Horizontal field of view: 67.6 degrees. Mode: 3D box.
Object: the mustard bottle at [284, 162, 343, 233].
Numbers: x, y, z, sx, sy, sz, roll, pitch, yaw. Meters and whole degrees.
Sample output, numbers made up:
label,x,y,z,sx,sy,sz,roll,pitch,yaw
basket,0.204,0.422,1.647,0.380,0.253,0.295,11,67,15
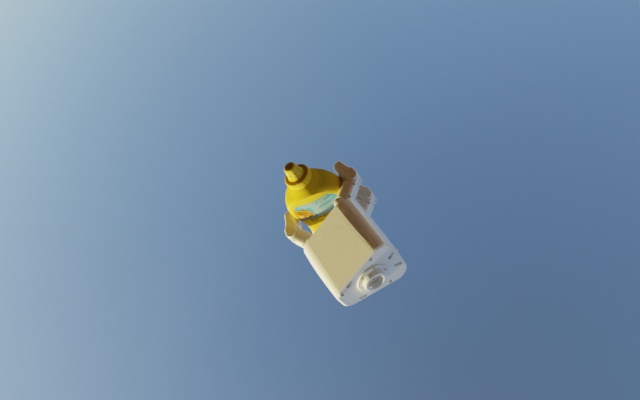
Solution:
label,x,y,z,sx,sy,sz,roll,pitch,yaw
mustard bottle,0.000,0.002,0.755,0.096,0.058,0.192,-22,-42,19
